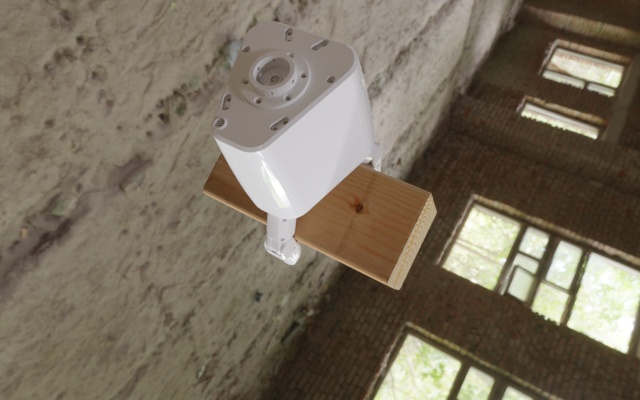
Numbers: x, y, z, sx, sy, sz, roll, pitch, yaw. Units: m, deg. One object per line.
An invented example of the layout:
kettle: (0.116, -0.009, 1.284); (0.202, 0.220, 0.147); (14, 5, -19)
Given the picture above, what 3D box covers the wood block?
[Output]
wood block: (0.000, 0.002, 0.483); (0.206, 0.091, 0.090); (25, -5, 21)
